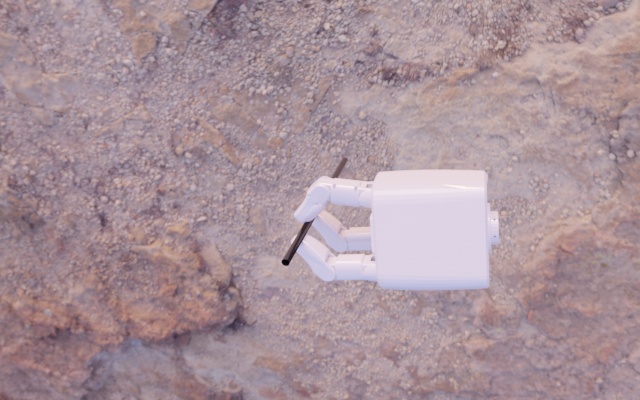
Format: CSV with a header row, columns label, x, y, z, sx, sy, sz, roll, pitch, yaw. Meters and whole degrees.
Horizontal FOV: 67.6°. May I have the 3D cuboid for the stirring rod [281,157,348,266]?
label,x,y,z,sx,sy,sz,roll,pitch,yaw
stirring rod,0.000,0.002,0.553,0.011,0.011,0.239,0,28,18
